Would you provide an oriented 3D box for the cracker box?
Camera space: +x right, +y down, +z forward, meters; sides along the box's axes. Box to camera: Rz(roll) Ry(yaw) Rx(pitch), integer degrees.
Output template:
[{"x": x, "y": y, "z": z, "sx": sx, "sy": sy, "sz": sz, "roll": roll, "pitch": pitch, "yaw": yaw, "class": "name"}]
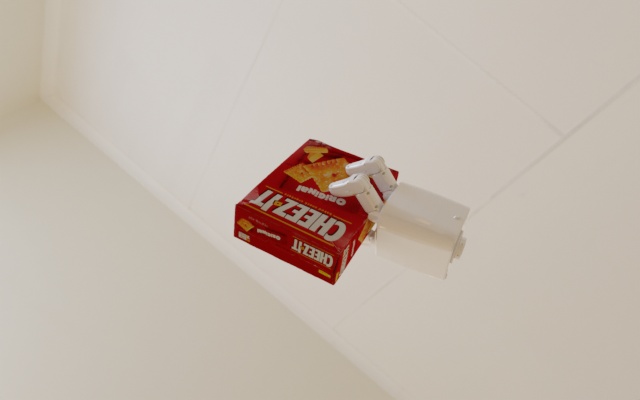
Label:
[{"x": 0.000, "y": 0.002, "z": 0.708, "sx": 0.164, "sy": 0.072, "sz": 0.213, "roll": 23, "pitch": 41, "yaw": 17, "class": "cracker box"}]
